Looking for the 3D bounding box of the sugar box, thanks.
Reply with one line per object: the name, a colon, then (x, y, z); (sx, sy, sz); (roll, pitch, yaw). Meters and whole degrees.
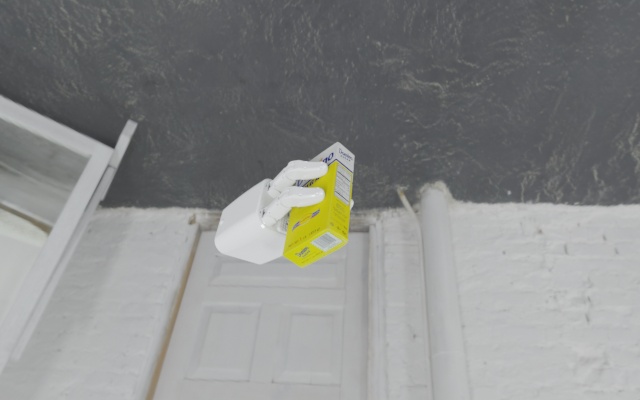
sugar box: (0.000, 0.002, 0.696); (0.048, 0.176, 0.093); (36, -51, -30)
